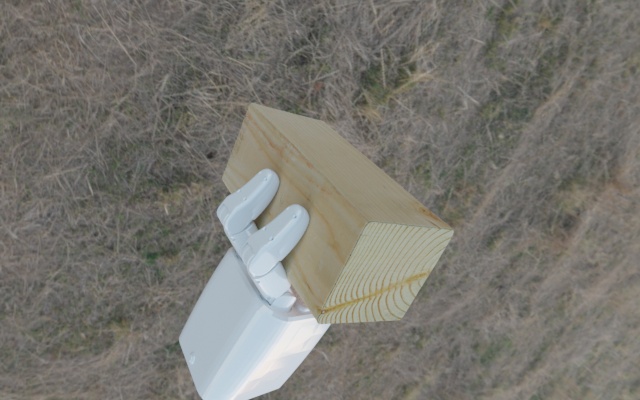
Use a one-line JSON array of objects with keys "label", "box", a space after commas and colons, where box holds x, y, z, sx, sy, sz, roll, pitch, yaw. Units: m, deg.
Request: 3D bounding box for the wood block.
[{"label": "wood block", "box": [0.000, 0.002, 0.417, 0.091, 0.090, 0.206, 8, 26, -37]}]
